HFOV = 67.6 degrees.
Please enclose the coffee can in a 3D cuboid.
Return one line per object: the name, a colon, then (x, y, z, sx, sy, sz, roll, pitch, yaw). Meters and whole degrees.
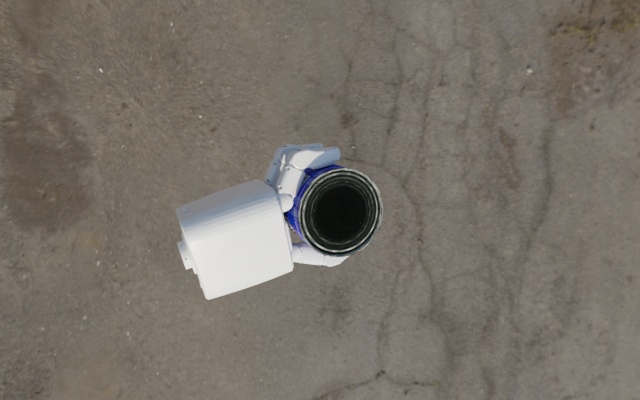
coffee can: (0.000, 0.002, 0.593, 0.103, 0.103, 0.140, 0, 10, -20)
